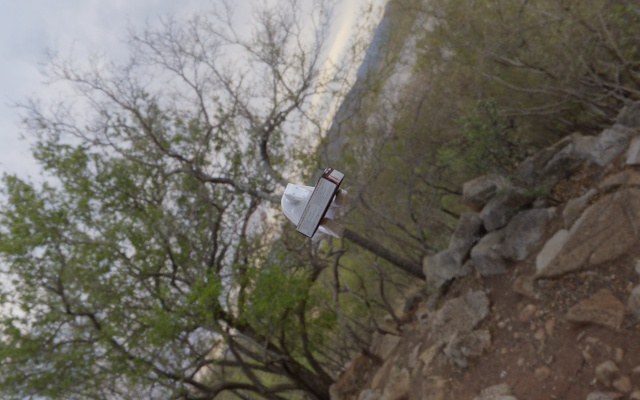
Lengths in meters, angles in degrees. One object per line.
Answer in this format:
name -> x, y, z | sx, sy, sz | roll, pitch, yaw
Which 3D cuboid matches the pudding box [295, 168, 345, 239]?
pudding box -> 0.000, 0.003, 0.854 | 0.039, 0.113, 0.090 | 25, 16, 2
